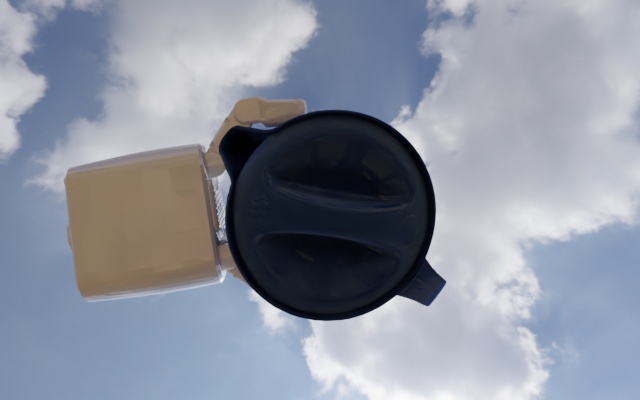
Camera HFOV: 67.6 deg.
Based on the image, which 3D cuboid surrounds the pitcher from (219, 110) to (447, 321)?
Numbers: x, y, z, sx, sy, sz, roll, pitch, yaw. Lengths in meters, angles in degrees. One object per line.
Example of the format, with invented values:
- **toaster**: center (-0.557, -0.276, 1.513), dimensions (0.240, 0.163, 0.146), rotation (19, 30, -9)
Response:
- **pitcher**: center (0.000, 0.001, 0.408), dimensions (0.145, 0.149, 0.243), rotation (-10, 10, -6)
